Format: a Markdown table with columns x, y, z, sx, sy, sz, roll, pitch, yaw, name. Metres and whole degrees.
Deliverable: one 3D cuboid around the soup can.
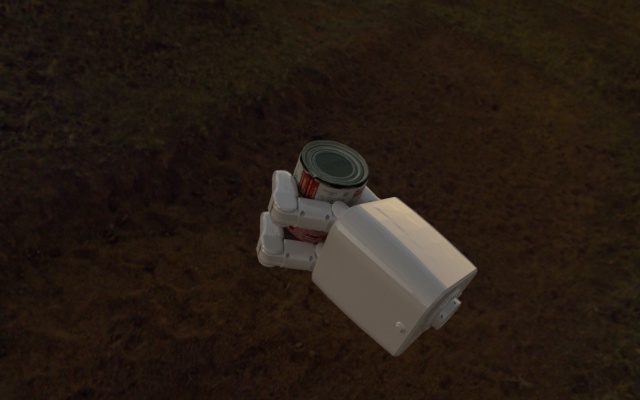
| x | y | z | sx | sy | sz | roll | pitch | yaw | name |
| --- | --- | --- | --- | --- | --- | --- | --- | --- | --- |
| 0.000 | 0.001 | 0.465 | 0.068 | 0.102 | 0.068 | 12 | 40 | -10 | soup can |
